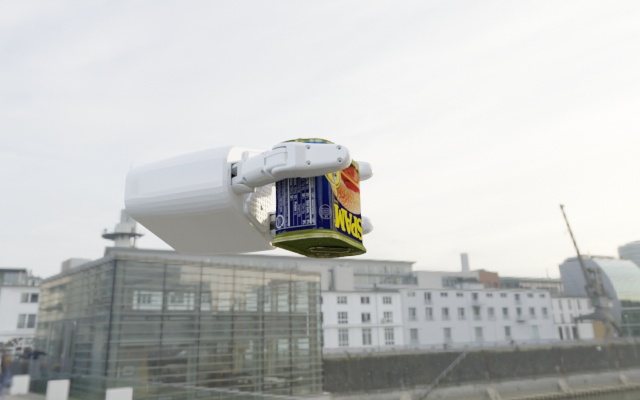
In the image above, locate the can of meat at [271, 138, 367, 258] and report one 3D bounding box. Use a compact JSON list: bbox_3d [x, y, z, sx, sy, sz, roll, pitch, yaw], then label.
[{"bbox_3d":[0.000,0.001,0.413,0.057,0.084,0.102,-8,-17,22],"label":"can of meat"}]
